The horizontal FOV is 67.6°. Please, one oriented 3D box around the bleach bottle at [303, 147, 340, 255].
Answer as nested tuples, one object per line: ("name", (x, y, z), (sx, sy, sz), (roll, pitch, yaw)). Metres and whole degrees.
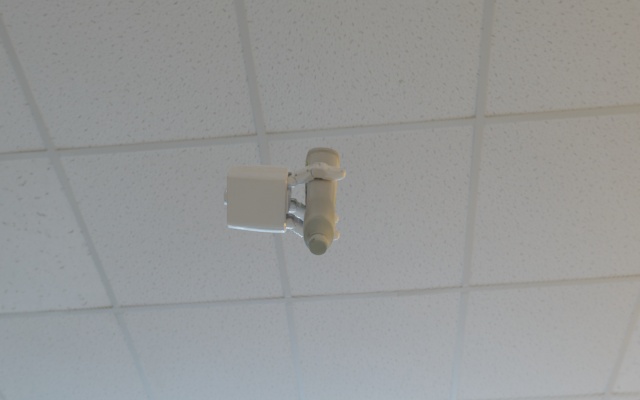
("bleach bottle", (0.000, 0.003, 0.847), (0.068, 0.103, 0.250), (4, 31, 0))
